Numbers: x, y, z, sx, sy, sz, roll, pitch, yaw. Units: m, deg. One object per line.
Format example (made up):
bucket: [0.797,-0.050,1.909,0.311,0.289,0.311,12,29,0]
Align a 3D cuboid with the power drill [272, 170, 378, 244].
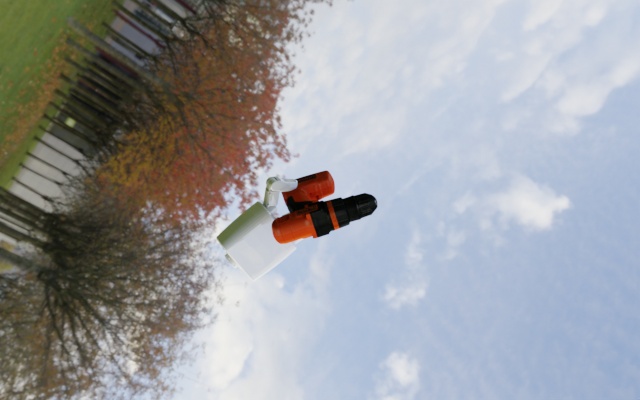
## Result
power drill: [0.000,0.003,0.870,0.184,0.057,0.187,-16,21,0]
